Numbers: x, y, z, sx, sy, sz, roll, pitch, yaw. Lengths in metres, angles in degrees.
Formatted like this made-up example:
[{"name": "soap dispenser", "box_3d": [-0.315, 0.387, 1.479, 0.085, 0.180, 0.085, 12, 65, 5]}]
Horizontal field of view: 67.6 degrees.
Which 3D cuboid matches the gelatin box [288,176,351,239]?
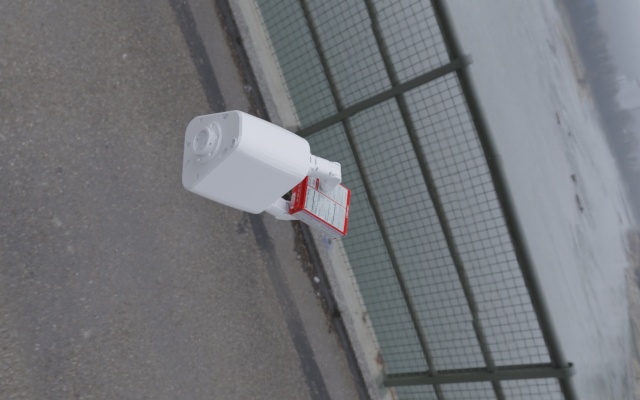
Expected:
[{"name": "gelatin box", "box_3d": [0.001, 0.002, 0.658, 0.030, 0.073, 0.089, -23, -42, 40]}]
